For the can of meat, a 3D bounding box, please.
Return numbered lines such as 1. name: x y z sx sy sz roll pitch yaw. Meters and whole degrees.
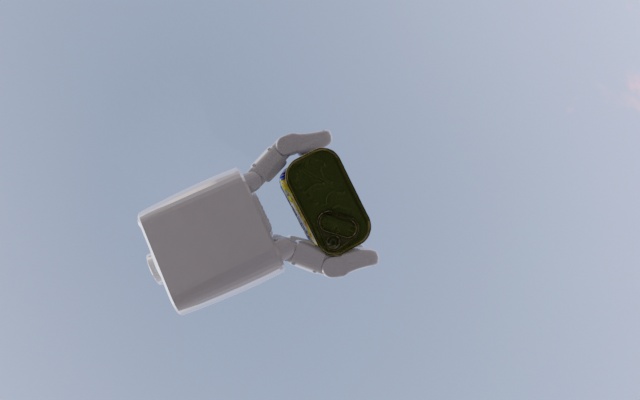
1. can of meat: 0.000 0.002 0.495 0.057 0.102 0.084 -28 5 -11
